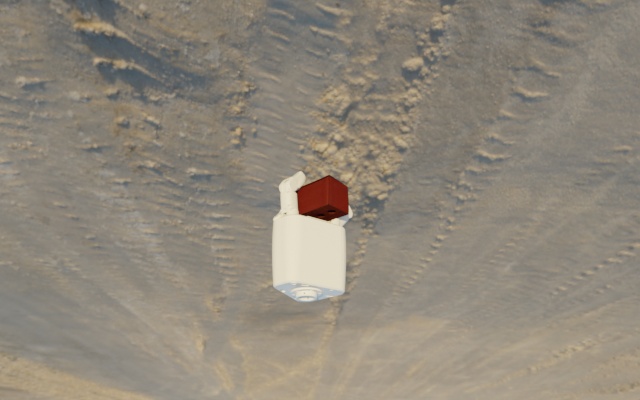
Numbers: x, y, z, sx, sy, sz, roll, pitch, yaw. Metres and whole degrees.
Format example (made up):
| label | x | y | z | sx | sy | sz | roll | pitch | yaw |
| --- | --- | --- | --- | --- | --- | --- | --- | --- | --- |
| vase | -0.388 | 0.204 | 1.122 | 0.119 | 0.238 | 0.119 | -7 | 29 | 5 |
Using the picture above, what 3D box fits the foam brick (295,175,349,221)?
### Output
| label | x | y | z | sx | sy | sz | roll | pitch | yaw |
| --- | --- | --- | --- | --- | --- | --- | --- | --- | --- |
| foam brick | 0.000 | 0.002 | 0.763 | 0.078 | 0.051 | 0.053 | -21 | -33 | 35 |
